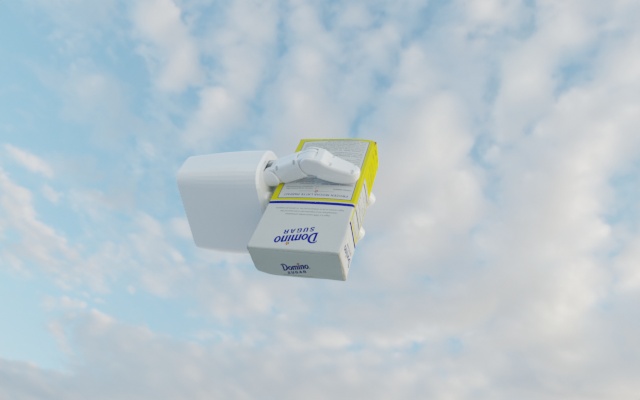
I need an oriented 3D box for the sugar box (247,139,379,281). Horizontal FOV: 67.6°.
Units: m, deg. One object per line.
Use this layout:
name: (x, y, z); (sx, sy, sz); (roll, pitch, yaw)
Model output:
sugar box: (0.000, 0.002, 0.500); (0.093, 0.048, 0.176); (3, 44, 19)
